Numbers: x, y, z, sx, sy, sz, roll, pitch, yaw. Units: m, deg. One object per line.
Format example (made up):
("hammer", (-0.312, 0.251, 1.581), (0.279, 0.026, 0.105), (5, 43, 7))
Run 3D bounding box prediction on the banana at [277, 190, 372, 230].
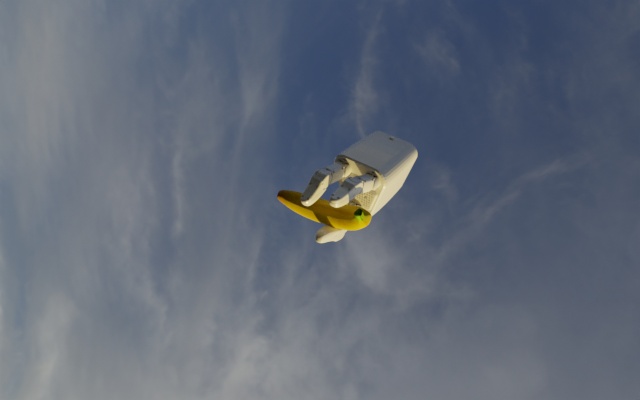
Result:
("banana", (0.013, 0.014, 0.739), (0.198, 0.037, 0.070), (10, -29, 48))
